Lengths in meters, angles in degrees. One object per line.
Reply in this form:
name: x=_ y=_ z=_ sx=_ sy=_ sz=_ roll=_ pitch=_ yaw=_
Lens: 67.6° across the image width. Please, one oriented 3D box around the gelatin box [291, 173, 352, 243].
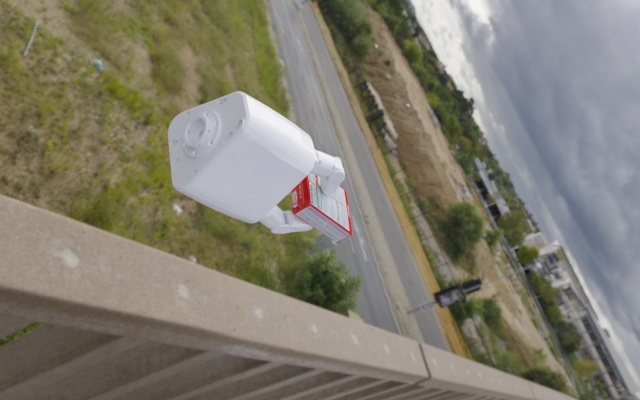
gelatin box: x=0.001 y=0.002 z=0.601 sx=0.030 sy=0.073 sz=0.089 roll=-31 pitch=-46 yaw=27
